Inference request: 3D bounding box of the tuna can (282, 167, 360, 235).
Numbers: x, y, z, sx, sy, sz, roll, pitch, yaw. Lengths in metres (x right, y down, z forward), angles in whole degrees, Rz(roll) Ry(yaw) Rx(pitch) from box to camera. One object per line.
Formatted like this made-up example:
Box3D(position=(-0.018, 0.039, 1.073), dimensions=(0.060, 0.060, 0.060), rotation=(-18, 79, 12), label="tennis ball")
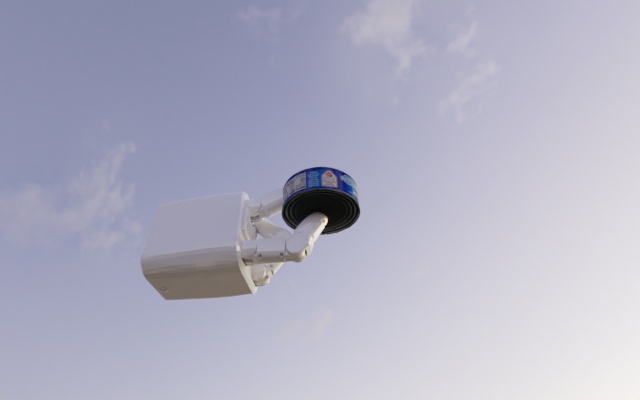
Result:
Box3D(position=(0.000, 0.001, 0.529), dimensions=(0.086, 0.033, 0.086), rotation=(-1, -37, -1), label="tuna can")
